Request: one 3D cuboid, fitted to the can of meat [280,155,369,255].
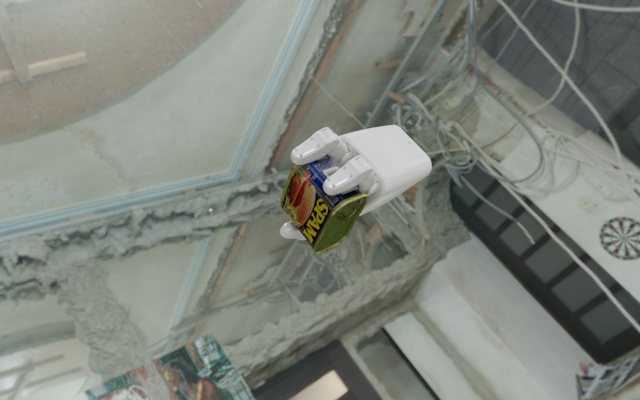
[{"bbox_3d":[0.000,0.002,0.585,0.057,0.084,0.102,-21,-29,-36],"label":"can of meat"}]
